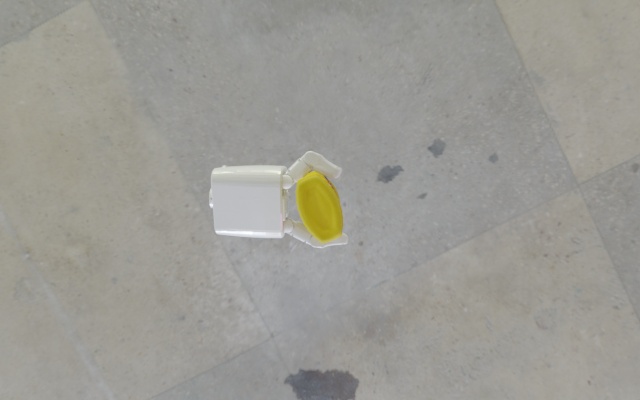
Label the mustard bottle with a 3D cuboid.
[{"bbox_3d":[0.000,0.002,0.742,0.058,0.096,0.191,-24,5,3],"label":"mustard bottle"}]
